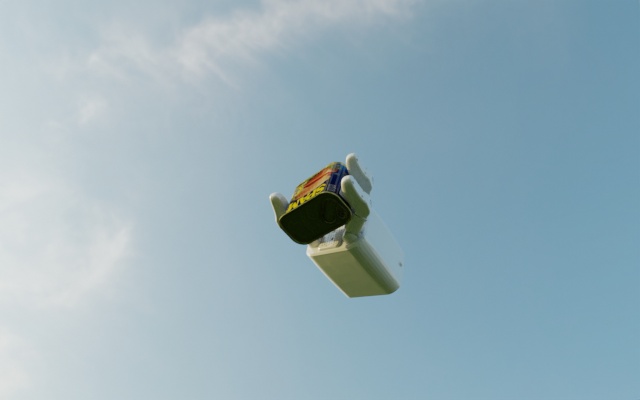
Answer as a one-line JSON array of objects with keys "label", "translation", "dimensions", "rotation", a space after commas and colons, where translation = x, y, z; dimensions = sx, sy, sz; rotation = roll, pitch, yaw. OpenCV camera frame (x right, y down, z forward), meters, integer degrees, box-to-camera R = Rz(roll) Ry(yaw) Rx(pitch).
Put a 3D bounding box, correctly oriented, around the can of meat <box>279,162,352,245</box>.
[{"label": "can of meat", "translation": [0.000, 0.002, 0.666], "dimensions": [0.102, 0.057, 0.084], "rotation": [-31, 23, 30]}]
